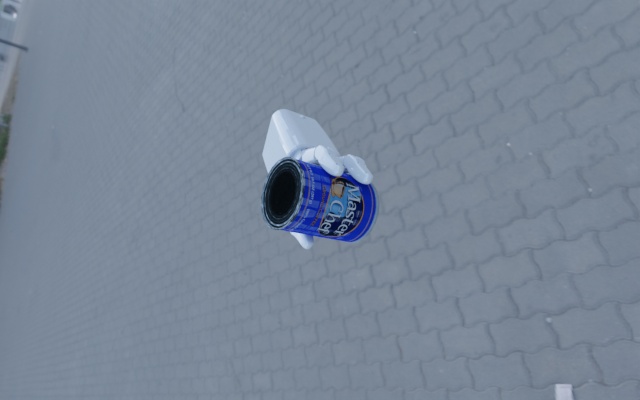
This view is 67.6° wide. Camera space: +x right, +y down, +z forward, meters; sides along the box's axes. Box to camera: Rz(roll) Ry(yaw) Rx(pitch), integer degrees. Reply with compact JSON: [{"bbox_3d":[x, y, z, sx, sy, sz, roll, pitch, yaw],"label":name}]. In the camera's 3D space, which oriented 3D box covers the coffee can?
[{"bbox_3d":[0.000,0.002,0.693,0.140,0.103,0.103,13,-8,-37],"label":"coffee can"}]
